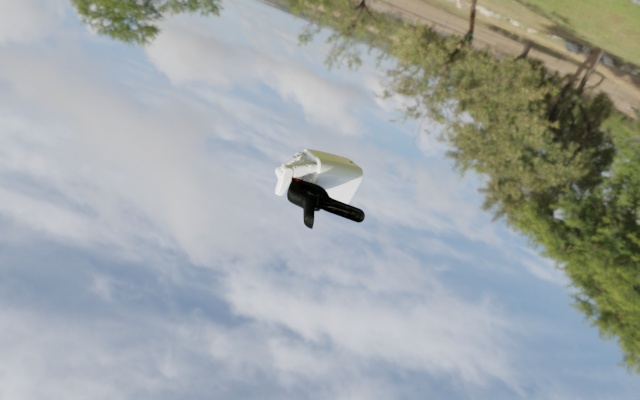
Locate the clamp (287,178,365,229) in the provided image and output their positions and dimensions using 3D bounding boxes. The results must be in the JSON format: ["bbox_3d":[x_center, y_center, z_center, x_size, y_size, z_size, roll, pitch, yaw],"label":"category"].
[{"bbox_3d":[0.000,0.003,0.874,0.120,0.039,0.171,5,25,-28],"label":"clamp"}]
